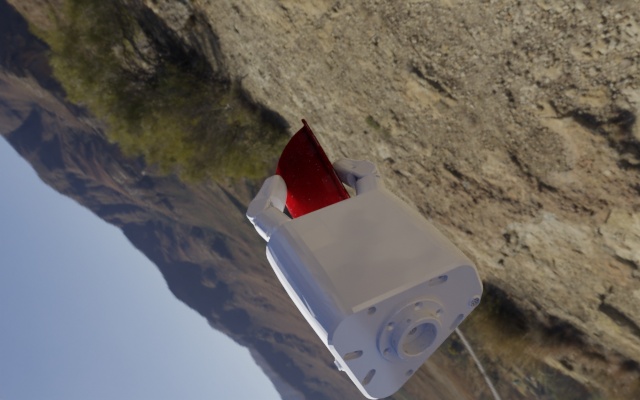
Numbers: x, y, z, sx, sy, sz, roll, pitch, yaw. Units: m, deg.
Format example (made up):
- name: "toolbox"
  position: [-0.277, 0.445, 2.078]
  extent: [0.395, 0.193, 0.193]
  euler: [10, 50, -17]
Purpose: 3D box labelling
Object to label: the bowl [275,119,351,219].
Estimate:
- name: "bowl"
  position: [-0.001, 0.001, 0.480]
  extent: [0.055, 0.162, 0.162]
  euler: [-29, -1, 2]
